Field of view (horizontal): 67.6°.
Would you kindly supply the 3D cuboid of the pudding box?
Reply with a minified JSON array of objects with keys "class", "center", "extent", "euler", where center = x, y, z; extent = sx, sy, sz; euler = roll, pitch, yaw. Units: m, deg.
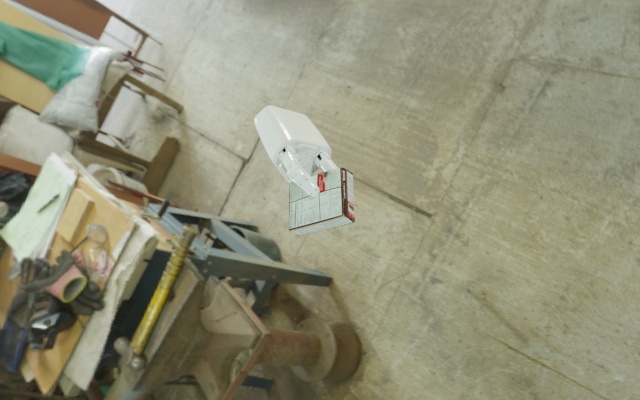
[{"class":"pudding box","center":[0.000,0.002,0.791],"extent":[0.113,0.090,0.039],"euler":[-17,-27,32]}]
